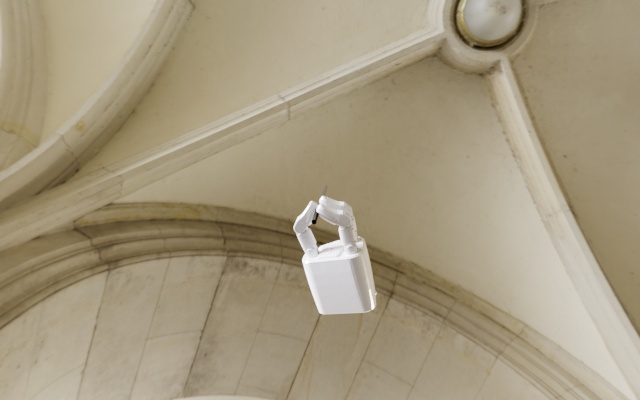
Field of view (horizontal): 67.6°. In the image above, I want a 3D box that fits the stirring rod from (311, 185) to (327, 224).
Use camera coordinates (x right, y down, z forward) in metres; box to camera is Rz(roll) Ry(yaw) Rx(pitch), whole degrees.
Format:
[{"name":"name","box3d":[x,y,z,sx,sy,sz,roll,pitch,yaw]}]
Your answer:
[{"name":"stirring rod","box3d":[0.000,0.003,0.849,0.011,0.011,0.239,0,15,5]}]
